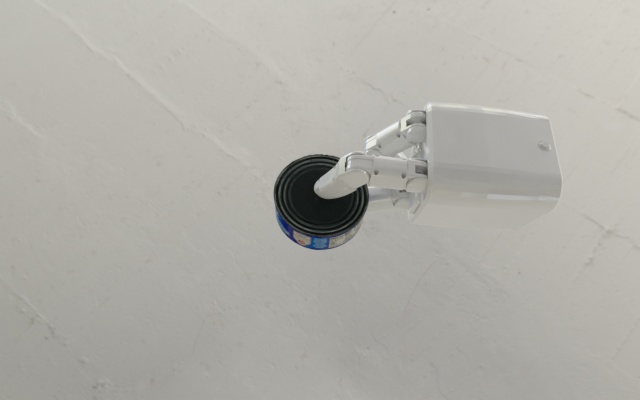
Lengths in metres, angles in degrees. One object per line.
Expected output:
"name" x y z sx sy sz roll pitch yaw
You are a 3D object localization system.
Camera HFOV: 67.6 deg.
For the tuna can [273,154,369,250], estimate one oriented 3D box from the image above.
"tuna can" 0.000 0.002 0.440 0.086 0.086 0.034 0 -29 -4
